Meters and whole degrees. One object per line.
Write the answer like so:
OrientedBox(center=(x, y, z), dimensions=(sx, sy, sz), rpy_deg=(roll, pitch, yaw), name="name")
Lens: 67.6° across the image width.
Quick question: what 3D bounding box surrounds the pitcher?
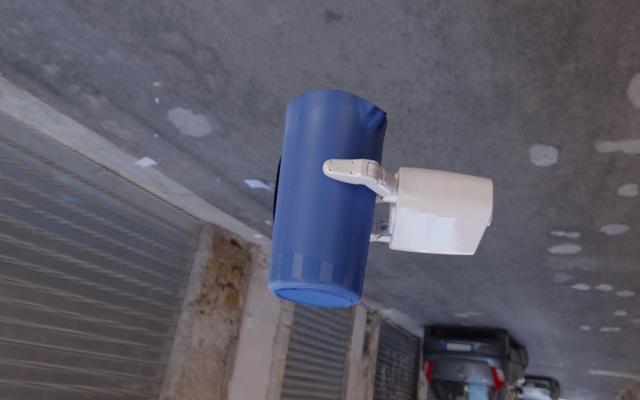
OrientedBox(center=(0.000, 0.002, 0.589), dimensions=(0.145, 0.242, 0.149), rpy_deg=(6, -22, 5), name="pitcher")
